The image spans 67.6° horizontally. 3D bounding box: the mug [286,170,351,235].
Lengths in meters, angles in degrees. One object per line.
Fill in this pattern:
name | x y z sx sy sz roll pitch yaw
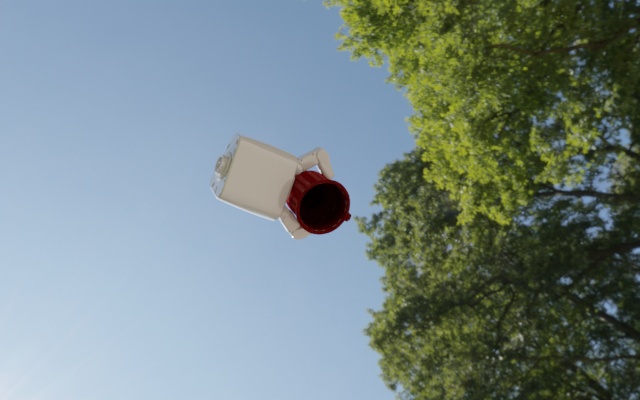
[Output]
mug | 0.001 0.003 0.794 0.117 0.093 0.081 23 9 -28
